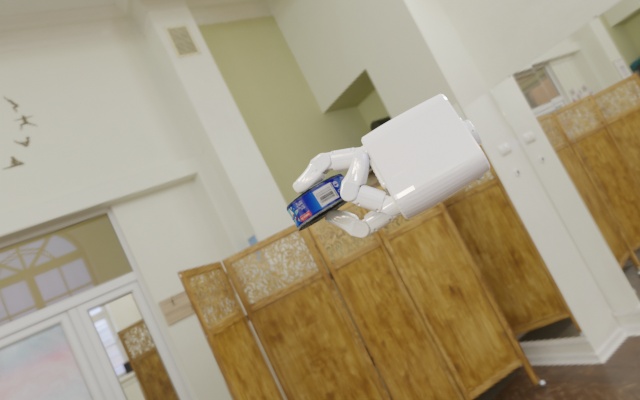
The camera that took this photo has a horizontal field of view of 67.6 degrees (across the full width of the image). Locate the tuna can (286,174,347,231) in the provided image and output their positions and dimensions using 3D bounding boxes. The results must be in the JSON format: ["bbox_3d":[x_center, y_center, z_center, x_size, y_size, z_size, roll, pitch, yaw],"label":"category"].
[{"bbox_3d":[0.000,0.002,0.605,0.086,0.033,0.086,-32,-6,-4],"label":"tuna can"}]
